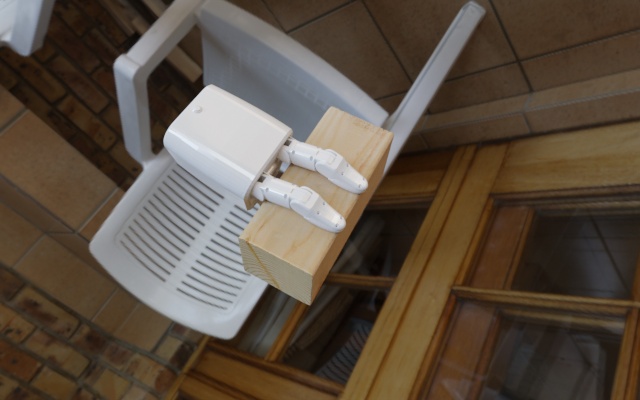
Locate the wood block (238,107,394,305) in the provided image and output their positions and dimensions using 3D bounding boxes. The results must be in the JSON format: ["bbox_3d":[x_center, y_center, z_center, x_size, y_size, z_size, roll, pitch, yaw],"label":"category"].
[{"bbox_3d":[0.000,0.002,0.560,0.090,0.206,0.091,26,-29,11],"label":"wood block"}]
